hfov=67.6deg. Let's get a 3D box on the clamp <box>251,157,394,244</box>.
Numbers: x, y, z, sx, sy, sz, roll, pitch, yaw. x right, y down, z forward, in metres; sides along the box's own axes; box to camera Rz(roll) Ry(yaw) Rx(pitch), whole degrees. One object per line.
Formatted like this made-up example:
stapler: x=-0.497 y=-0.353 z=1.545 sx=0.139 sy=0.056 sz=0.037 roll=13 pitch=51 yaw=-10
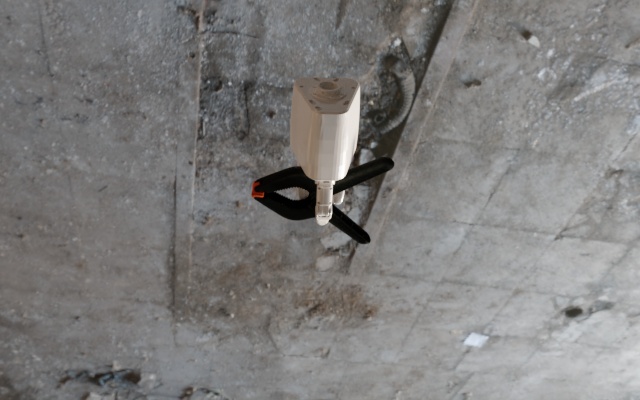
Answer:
clamp: x=0.000 y=0.003 z=0.739 sx=0.210 sy=0.165 sz=0.036 roll=1 pitch=36 yaw=-3
